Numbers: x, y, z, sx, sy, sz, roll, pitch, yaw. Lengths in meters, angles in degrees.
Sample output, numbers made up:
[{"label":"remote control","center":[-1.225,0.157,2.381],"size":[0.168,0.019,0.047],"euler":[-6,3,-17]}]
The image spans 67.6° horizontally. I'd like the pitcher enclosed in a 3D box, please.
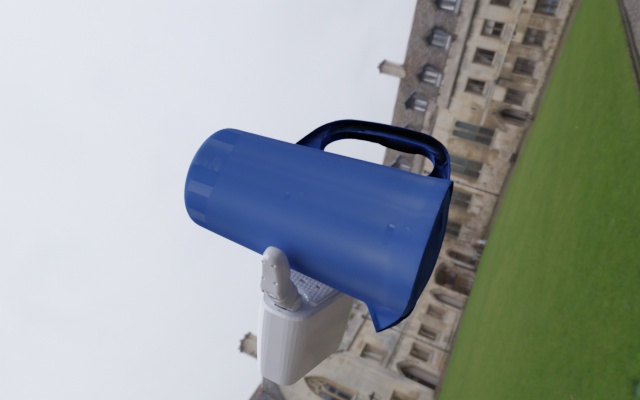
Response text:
[{"label":"pitcher","center":[0.000,0.002,0.464],"size":[0.243,0.145,0.149],"euler":[19,33,18]}]
